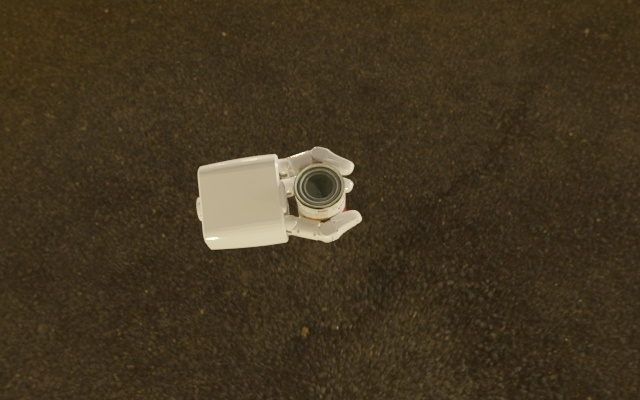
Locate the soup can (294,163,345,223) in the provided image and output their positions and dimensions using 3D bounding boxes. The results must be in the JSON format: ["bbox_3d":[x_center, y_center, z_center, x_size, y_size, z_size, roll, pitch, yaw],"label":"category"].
[{"bbox_3d":[0.001,0.002,0.650,0.068,0.068,0.102,0,-26,3],"label":"soup can"}]
